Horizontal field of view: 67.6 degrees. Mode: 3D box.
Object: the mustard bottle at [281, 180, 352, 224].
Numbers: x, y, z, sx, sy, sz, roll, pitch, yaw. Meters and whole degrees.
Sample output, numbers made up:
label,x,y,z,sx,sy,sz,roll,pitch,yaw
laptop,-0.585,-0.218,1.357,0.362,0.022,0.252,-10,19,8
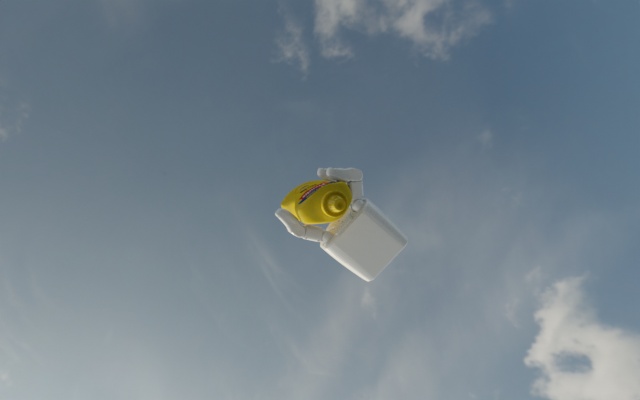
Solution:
label,x,y,z,sx,sy,sz,roll,pitch,yaw
mustard bottle,0.000,0.002,0.795,0.096,0.058,0.191,-28,11,-15
